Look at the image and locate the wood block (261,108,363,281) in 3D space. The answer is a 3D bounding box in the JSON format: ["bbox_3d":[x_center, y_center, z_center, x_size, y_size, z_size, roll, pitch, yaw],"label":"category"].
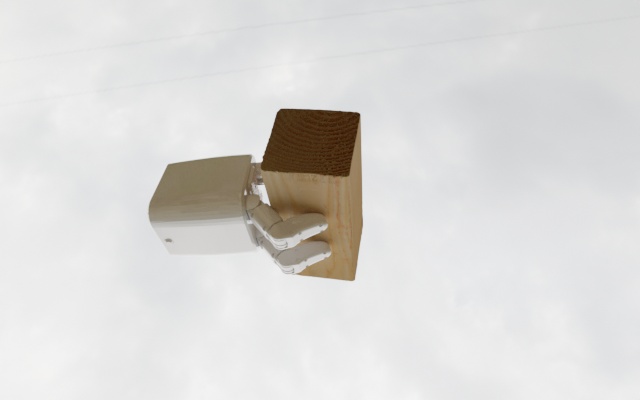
[{"bbox_3d":[0.000,0.002,0.554,0.090,0.090,0.206,5,-36,9],"label":"wood block"}]
